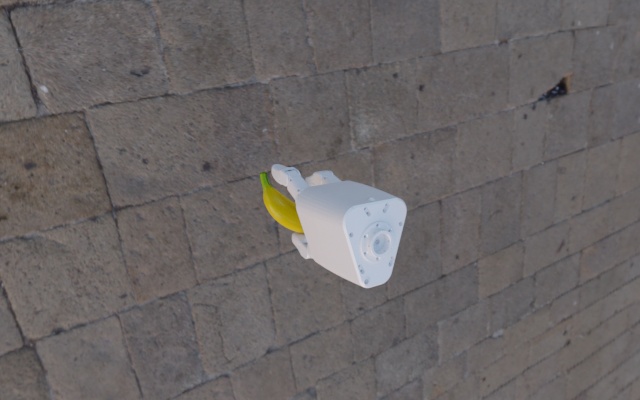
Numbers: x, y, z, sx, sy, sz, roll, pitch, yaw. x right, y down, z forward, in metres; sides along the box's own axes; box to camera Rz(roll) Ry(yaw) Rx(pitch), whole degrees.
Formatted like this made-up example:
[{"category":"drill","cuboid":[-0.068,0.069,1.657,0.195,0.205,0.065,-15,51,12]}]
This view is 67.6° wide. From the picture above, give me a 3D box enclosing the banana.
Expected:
[{"category":"banana","cuboid":[-0.008,0.019,0.718,0.198,0.069,0.037,19,-2,-32]}]
